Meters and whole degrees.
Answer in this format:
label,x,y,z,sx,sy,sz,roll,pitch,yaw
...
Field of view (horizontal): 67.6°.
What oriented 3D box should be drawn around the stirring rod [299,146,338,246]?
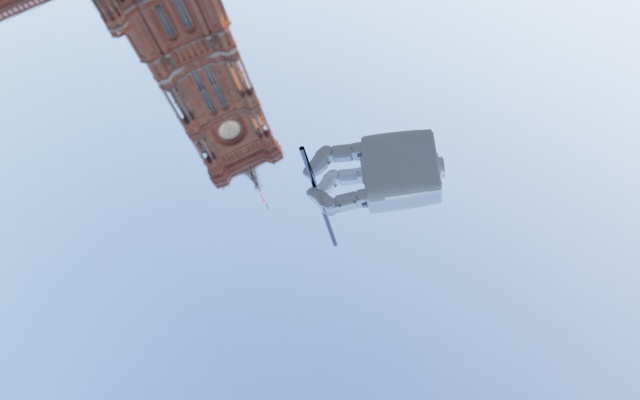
label,x,y,z,sx,sy,sz,roll,pitch,yaw
stirring rod,0.000,0.002,0.750,0.011,0.011,0.240,0,-38,16
